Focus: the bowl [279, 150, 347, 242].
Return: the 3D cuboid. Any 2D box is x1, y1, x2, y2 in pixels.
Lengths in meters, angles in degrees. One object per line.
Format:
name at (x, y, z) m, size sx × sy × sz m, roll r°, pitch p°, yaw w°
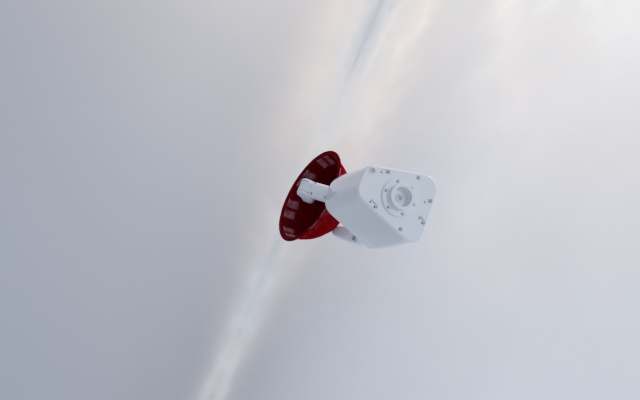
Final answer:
bowl at (0.000, 0.002, 0.770) m, size 0.055 × 0.162 × 0.162 m, roll 30°, pitch -14°, yaw -25°
